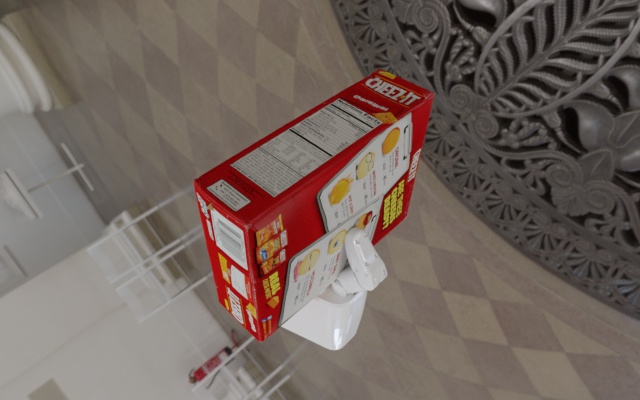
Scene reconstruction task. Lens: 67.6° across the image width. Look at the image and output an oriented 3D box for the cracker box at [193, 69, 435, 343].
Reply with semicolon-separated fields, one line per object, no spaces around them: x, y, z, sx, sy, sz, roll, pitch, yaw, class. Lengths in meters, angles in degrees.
0.000;0.002;0.428;0.072;0.164;0.213;35;55;27;cracker box
